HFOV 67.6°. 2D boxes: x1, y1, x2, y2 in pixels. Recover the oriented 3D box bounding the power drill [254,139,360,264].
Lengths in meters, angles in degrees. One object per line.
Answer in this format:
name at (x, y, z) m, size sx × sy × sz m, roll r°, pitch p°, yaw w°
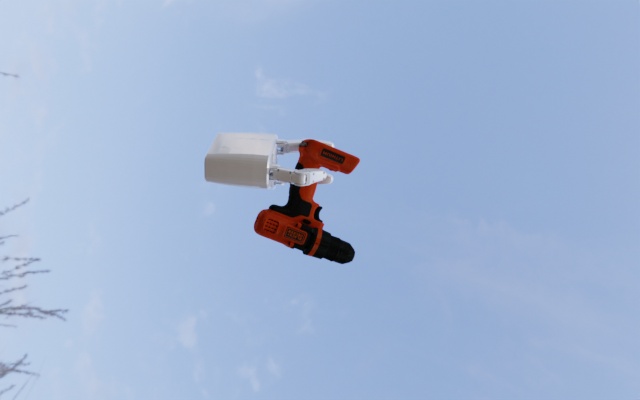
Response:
power drill at (0.000, 0.002, 0.817) m, size 0.184 × 0.187 × 0.057 m, roll 22°, pitch -3°, yaw -16°
